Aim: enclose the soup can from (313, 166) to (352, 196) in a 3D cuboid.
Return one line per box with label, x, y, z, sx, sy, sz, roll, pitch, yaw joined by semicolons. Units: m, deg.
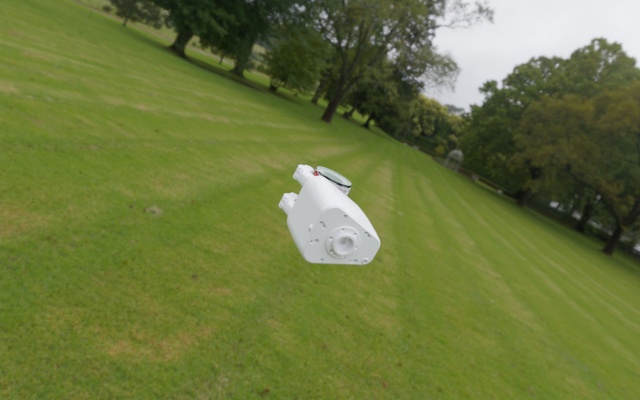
soup can;0.000;0.002;0.802;0.068;0.102;0.068;25;15;-7
